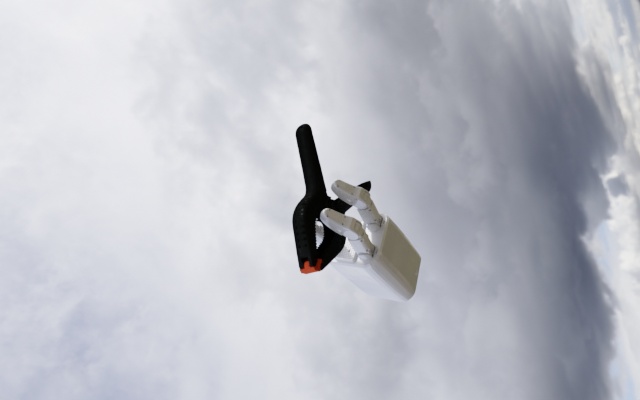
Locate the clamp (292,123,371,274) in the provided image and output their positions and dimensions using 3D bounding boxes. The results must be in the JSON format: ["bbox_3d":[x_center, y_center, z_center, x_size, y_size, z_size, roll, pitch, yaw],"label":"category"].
[{"bbox_3d":[0.000,0.003,0.676,0.036,0.209,0.165,-20,-52,40],"label":"clamp"}]
